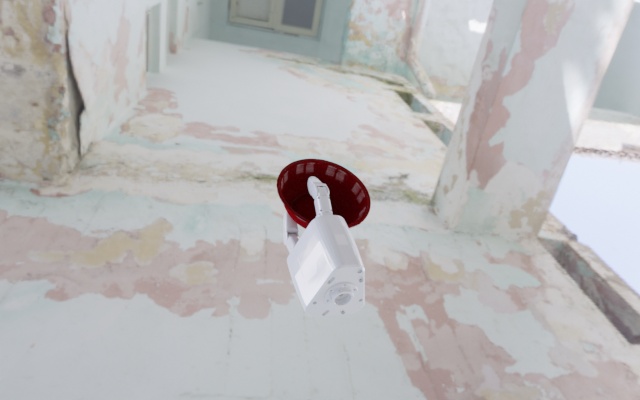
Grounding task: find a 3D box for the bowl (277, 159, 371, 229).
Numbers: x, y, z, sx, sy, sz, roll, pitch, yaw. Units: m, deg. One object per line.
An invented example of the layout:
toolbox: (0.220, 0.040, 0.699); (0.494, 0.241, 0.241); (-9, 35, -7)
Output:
bowl: (0.000, 0.002, 0.806); (0.162, 0.162, 0.055); (0, -42, -21)
